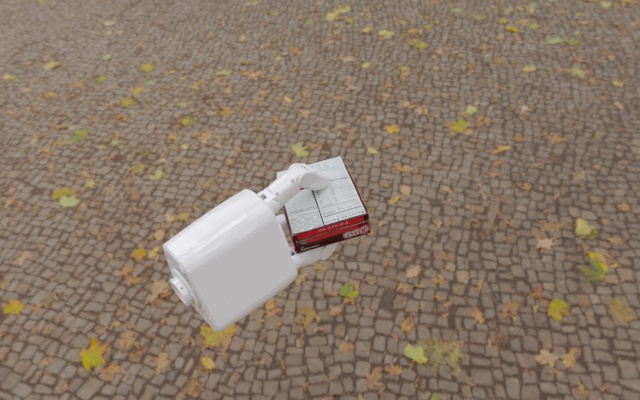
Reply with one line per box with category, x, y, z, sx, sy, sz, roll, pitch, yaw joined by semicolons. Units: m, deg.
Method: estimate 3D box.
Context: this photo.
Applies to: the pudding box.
pudding box;0.000;0.002;0.566;0.090;0.113;0.039;-15;-43;-5
